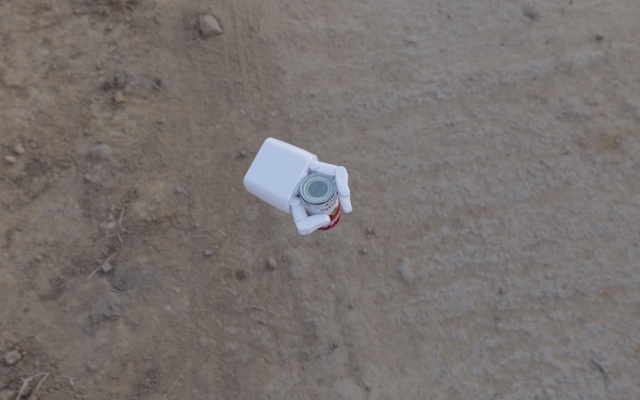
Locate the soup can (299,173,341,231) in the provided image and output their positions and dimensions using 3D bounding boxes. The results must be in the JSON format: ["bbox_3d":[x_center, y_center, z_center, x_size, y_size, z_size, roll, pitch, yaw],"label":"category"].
[{"bbox_3d":[0.000,0.003,0.883,0.068,0.068,0.102,0,-30,8],"label":"soup can"}]
